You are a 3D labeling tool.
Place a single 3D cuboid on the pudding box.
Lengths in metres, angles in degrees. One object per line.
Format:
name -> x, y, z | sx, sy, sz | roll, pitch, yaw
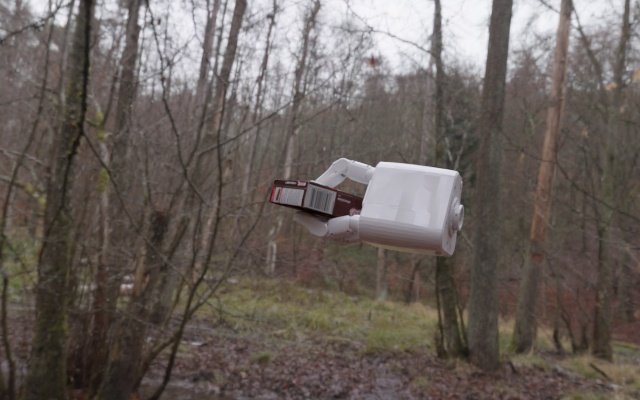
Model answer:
pudding box -> 0.000, 0.002, 0.663 | 0.113, 0.039, 0.090 | 19, -8, -34
